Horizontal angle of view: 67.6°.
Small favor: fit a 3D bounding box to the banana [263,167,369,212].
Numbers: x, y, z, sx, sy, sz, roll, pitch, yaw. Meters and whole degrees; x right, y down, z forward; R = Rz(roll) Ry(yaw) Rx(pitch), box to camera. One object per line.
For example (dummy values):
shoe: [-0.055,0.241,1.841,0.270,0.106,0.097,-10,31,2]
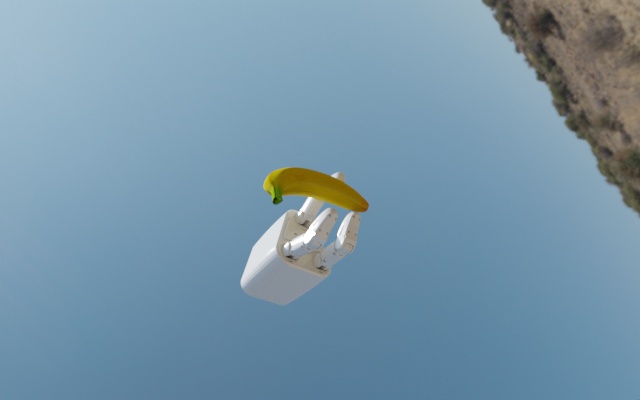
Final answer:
banana: [-0.010,-0.013,0.638,0.198,0.069,0.037,4,-41,-50]
